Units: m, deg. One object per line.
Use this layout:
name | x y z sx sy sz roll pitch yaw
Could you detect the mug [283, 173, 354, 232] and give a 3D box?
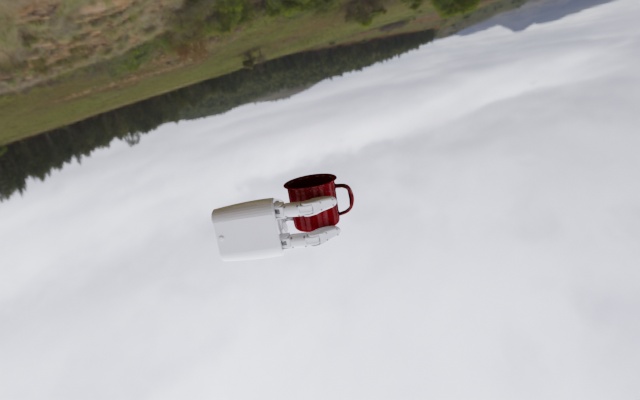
mug | 0.002 0.003 0.826 0.117 0.081 0.093 -8 16 7
